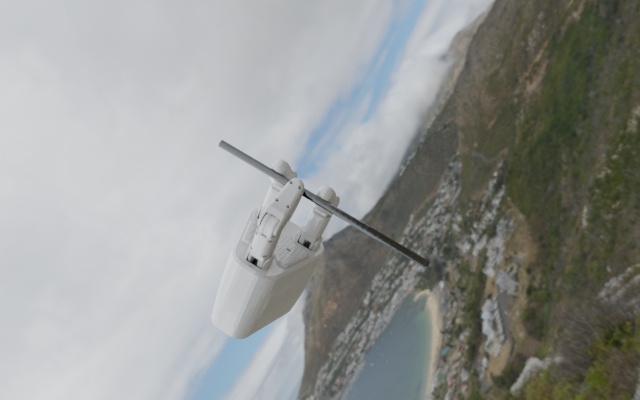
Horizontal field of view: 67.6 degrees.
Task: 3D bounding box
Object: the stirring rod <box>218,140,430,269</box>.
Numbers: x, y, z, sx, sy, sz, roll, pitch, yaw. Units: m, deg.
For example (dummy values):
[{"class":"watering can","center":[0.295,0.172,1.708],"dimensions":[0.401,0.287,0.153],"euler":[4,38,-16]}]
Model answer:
[{"class":"stirring rod","center":[0.000,0.002,0.473],"dimensions":[0.239,0.011,0.011],"euler":[30,5,8]}]
